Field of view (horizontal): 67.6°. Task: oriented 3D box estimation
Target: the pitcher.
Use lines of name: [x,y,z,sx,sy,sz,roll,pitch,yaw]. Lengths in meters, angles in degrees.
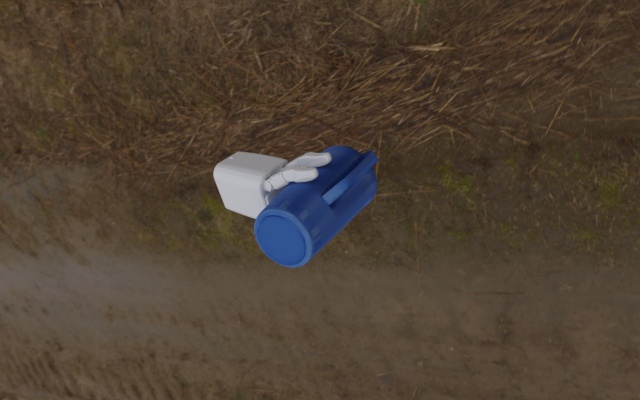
pitcher: [0.000,0.003,0.822,0.145,0.149,0.242,14,34,24]
